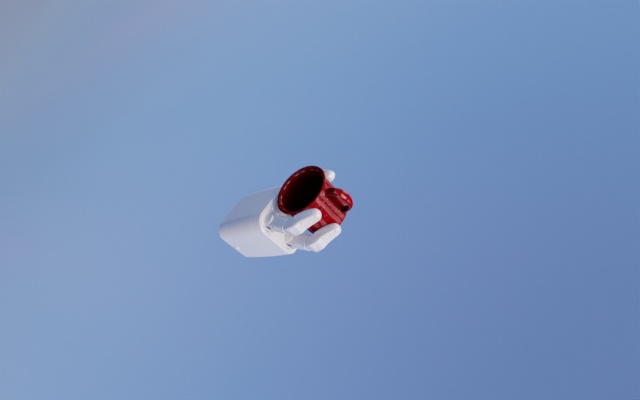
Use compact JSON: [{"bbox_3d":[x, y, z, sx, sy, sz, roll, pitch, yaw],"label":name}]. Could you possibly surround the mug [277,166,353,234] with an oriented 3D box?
[{"bbox_3d":[0.001,0.002,0.768,0.117,0.093,0.081,-9,-38,36],"label":"mug"}]
